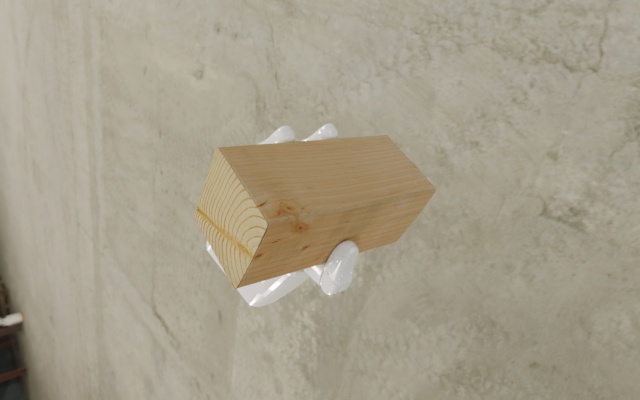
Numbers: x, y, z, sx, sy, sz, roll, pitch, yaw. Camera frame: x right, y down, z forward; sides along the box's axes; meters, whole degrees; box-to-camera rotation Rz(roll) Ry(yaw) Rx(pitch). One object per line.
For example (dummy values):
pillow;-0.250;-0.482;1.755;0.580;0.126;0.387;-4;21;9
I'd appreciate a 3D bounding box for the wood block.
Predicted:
wood block;0.000;0.002;0.462;0.206;0.090;0.090;-11;-37;-39
